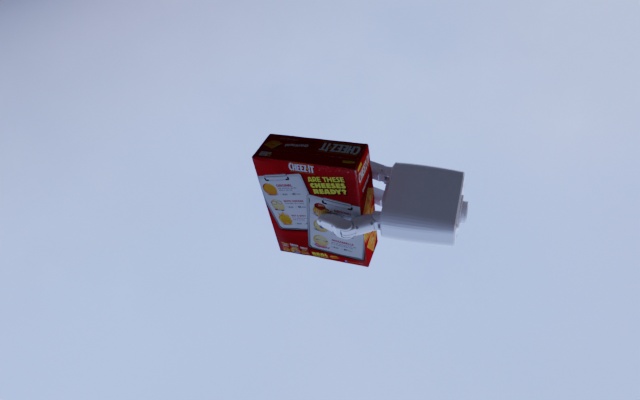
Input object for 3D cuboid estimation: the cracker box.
[{"bbox_3d":[0.000,0.003,0.759,0.164,0.214,0.072,8,46,20],"label":"cracker box"}]
